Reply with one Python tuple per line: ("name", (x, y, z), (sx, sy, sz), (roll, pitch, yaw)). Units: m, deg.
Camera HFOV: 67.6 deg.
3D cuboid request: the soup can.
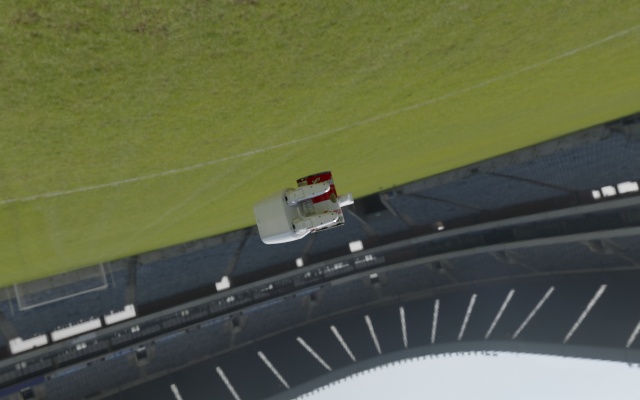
("soup can", (0.001, 0.003, 0.887), (0.068, 0.102, 0.068), (-15, -2, -1))
